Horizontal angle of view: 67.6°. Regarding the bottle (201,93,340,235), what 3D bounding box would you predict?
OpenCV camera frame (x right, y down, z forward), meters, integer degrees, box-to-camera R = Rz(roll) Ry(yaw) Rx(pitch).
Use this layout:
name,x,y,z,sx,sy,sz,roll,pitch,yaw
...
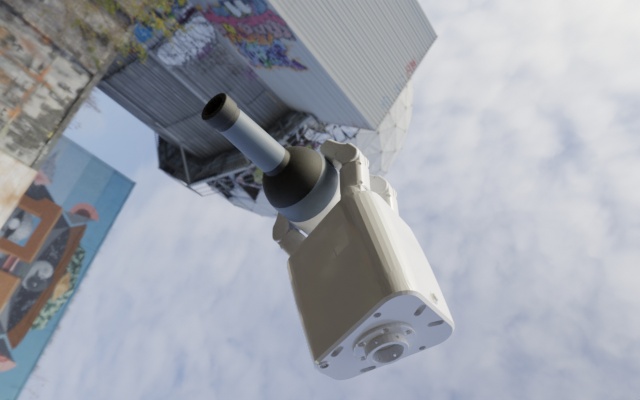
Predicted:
name,x,y,z,sx,sy,sz,roll,pitch,yaw
bottle,0.000,0.002,0.469,0.069,0.069,0.296,0,-31,42
